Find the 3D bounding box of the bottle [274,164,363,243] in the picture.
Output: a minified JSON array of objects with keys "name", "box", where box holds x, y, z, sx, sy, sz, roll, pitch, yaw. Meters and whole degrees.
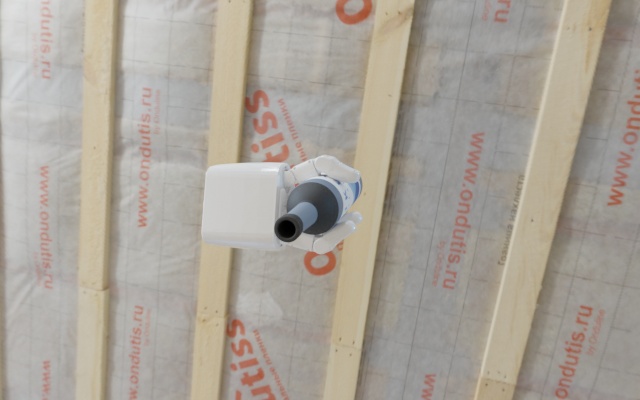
[{"name":"bottle","box":[0.000,0.002,0.614,0.069,0.069,0.295,0,10,13]}]
